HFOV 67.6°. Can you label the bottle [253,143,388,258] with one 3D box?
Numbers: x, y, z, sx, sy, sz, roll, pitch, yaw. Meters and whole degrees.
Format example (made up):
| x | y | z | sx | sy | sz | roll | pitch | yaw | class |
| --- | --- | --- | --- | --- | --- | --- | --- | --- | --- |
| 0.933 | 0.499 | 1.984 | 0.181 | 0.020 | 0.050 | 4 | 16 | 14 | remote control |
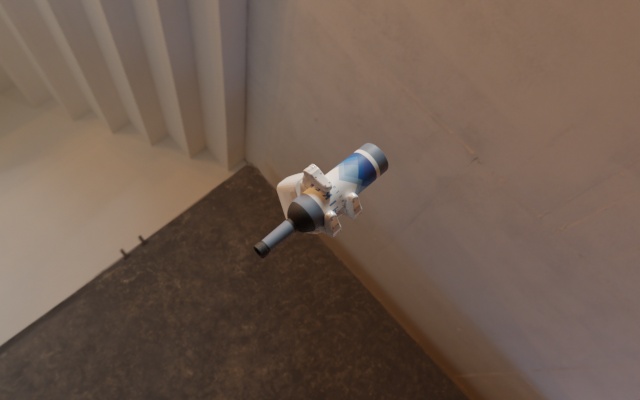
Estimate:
| x | y | z | sx | sy | sz | roll | pitch | yaw | class |
| --- | --- | --- | --- | --- | --- | --- | --- | --- | --- |
| 0.000 | 0.003 | 0.869 | 0.295 | 0.069 | 0.069 | -39 | 16 | -21 | bottle |
